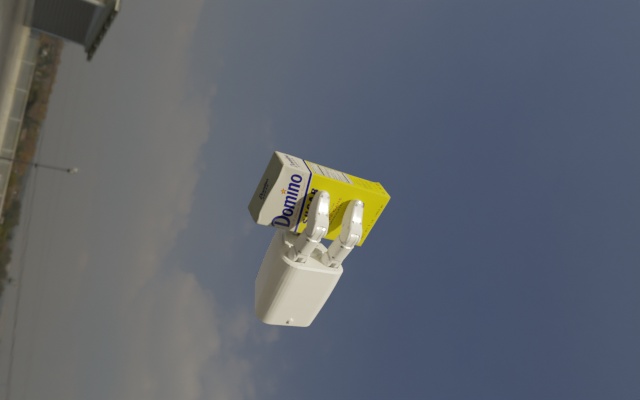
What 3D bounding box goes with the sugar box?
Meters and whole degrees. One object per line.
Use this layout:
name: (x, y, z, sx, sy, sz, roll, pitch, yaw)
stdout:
sugar box: (0.000, 0.003, 0.654, 0.176, 0.093, 0.048, 13, 26, -33)
